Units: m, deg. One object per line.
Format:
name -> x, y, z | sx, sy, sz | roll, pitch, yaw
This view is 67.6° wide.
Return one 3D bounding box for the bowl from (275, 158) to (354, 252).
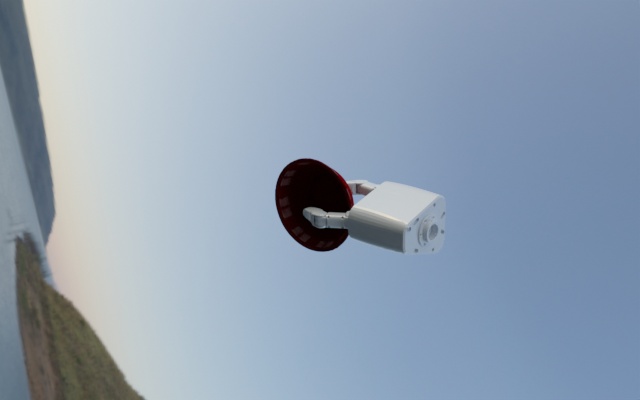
bowl -> -0.001, 0.002, 0.810 | 0.162, 0.162, 0.055 | 0, 16, 37
